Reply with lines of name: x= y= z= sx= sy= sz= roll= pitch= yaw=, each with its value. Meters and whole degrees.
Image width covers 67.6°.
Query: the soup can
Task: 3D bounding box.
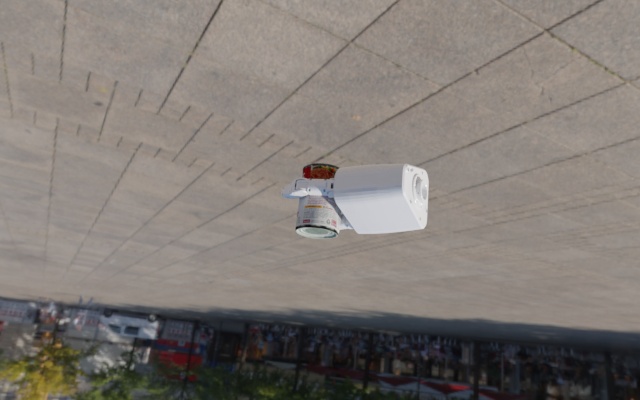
soup can: x=0.000 y=0.003 z=0.737 sx=0.068 sy=0.102 sz=0.068 roll=6 pitch=-18 yaw=2
